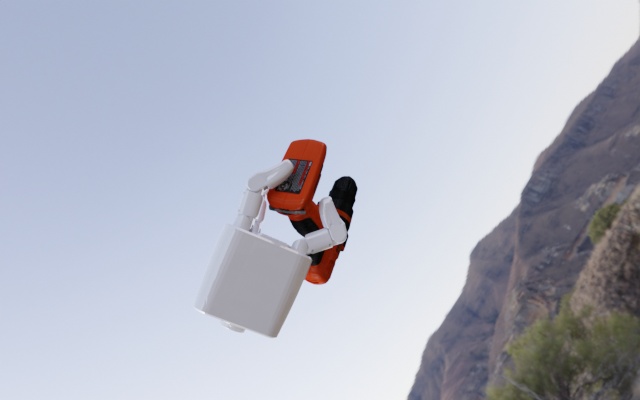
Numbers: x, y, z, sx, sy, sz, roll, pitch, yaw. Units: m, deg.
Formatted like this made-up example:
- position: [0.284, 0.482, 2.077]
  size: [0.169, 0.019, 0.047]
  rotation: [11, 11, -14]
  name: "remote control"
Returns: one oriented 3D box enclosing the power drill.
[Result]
- position: [0.000, 0.002, 0.667]
  size: [0.057, 0.184, 0.188]
  rotation: [5, -32, 23]
  name: "power drill"
